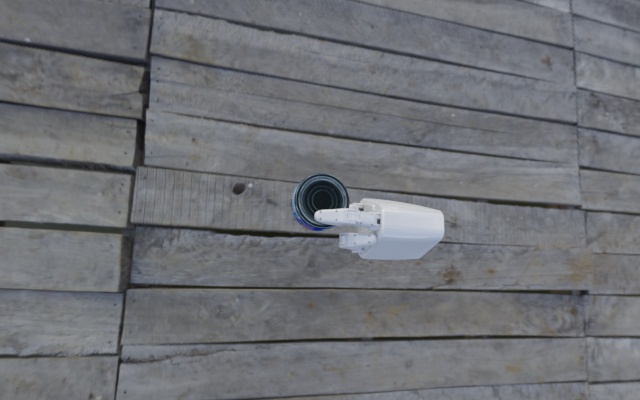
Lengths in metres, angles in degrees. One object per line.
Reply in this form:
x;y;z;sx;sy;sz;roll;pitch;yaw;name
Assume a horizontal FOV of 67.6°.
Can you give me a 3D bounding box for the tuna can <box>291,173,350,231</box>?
0.000;0.002;0.716;0.086;0.086;0.034;0;-8;-13;tuna can
